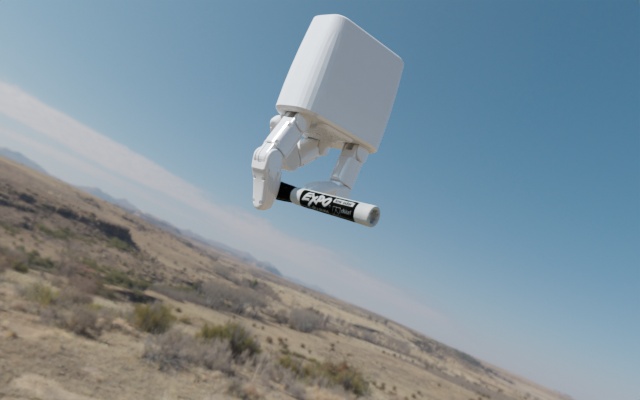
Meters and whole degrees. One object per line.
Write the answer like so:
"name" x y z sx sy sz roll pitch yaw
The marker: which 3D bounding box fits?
"marker" 0.000 0.001 0.440 0.121 0.020 0.020 15 10 39
